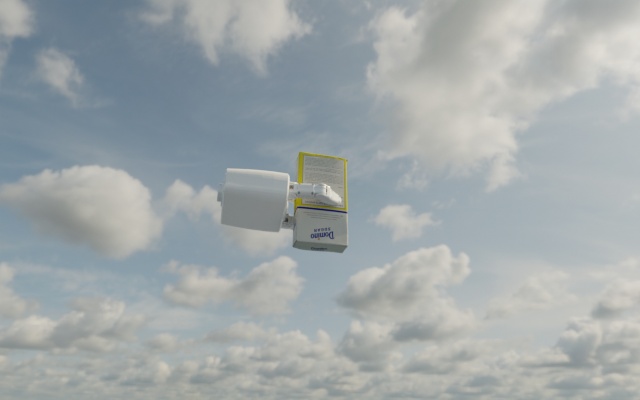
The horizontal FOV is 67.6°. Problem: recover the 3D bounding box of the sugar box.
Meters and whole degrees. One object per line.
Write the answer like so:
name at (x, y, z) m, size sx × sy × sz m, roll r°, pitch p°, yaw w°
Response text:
sugar box at (0.000, 0.003, 0.853) m, size 0.093 × 0.176 × 0.048 m, roll 7°, pitch -25°, yaw -11°
